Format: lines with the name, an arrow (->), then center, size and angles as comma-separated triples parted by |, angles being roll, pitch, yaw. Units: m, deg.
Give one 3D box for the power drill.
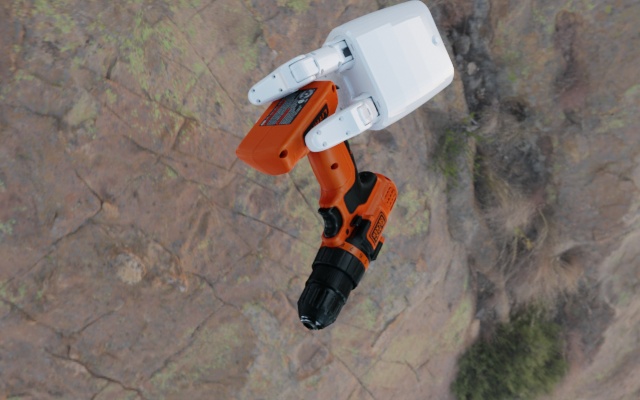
power drill -> 0.000, 0.001, 0.442 | 0.057, 0.184, 0.188 | 3, -41, 34
